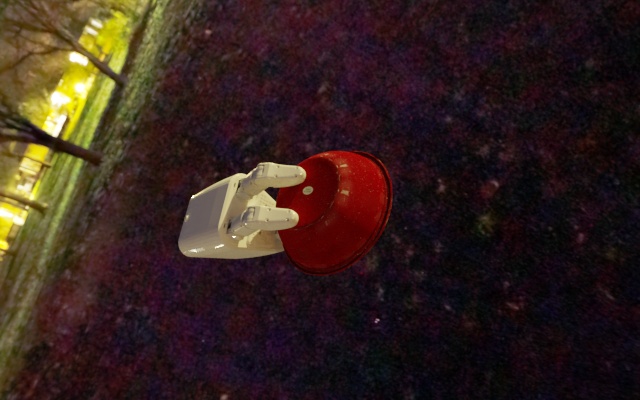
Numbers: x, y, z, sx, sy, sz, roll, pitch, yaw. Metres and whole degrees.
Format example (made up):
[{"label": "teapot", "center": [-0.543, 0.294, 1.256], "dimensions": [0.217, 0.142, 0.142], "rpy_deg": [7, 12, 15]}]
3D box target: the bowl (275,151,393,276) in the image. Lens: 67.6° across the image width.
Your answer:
[{"label": "bowl", "center": [0.001, 0.001, 0.550], "dimensions": [0.162, 0.162, 0.055], "rpy_deg": [0, -25, 41]}]
